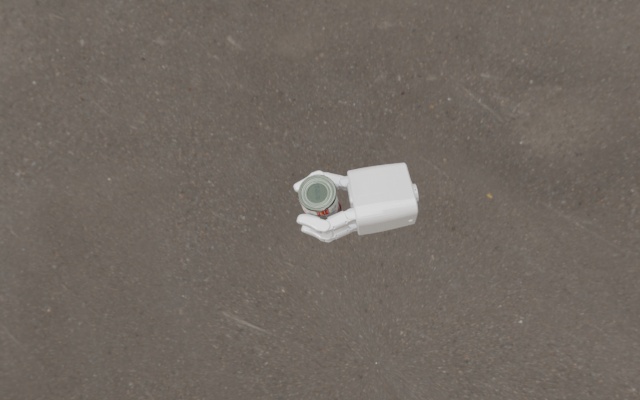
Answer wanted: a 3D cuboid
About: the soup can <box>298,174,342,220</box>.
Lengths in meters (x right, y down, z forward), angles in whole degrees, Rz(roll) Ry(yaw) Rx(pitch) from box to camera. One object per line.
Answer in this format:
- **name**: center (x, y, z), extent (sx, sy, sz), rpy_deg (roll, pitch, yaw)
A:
- **soup can**: center (0.000, 0.003, 0.847), extent (0.068, 0.068, 0.102), rpy_deg (0, -19, 7)
